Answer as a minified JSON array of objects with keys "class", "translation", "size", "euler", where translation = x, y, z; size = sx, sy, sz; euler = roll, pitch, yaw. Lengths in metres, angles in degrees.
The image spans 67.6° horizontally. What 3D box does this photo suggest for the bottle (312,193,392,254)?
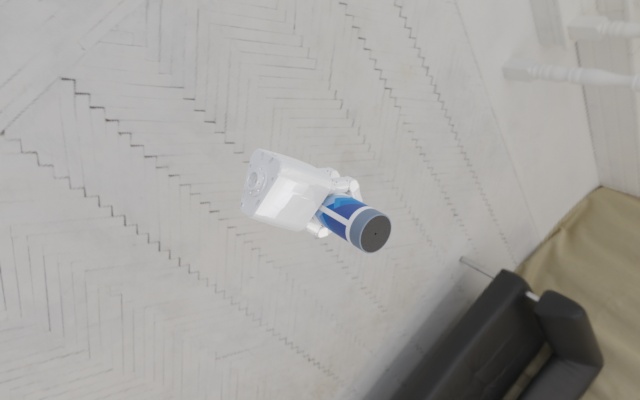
[{"class":"bottle","translation":[0.000,0.003,0.842],"size":[0.069,0.069,0.295],"euler":[0,19,-38]}]
